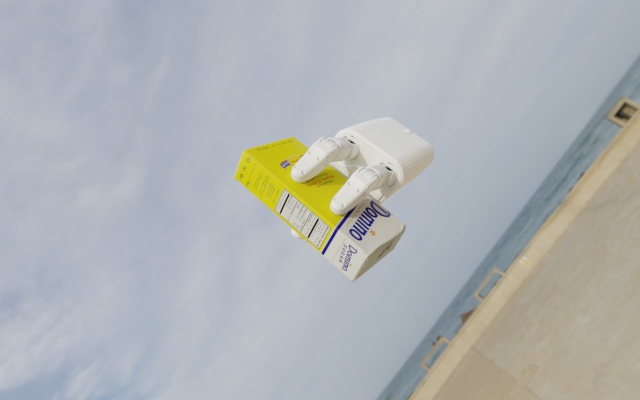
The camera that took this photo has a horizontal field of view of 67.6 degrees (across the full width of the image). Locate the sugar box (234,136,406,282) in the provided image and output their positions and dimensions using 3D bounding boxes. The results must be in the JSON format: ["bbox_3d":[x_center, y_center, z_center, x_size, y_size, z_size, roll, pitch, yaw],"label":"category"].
[{"bbox_3d":[0.000,0.001,0.520,0.176,0.048,0.093,37,34,19],"label":"sugar box"}]
